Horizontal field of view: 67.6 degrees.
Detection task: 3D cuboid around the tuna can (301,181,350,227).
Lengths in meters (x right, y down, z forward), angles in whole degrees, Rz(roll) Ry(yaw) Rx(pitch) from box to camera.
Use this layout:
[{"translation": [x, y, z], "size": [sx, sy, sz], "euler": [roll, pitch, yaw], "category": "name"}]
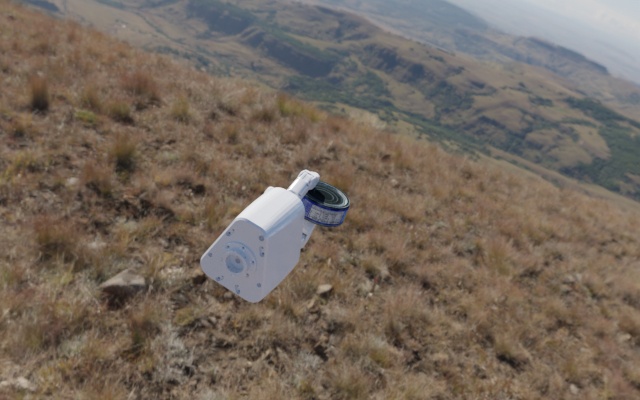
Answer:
[{"translation": [0.000, 0.002, 0.714], "size": [0.086, 0.034, 0.086], "euler": [19, 24, -9], "category": "tuna can"}]
